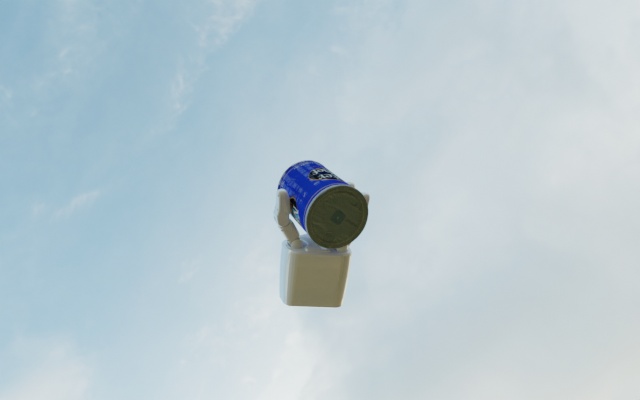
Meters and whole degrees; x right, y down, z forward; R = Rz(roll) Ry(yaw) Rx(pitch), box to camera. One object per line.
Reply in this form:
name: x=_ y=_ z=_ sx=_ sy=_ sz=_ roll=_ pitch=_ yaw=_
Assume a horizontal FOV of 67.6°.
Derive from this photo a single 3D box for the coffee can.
coffee can: x=0.000 y=0.002 z=0.772 sx=0.103 sy=0.103 sz=0.140 roll=0 pitch=20 yaw=-24
